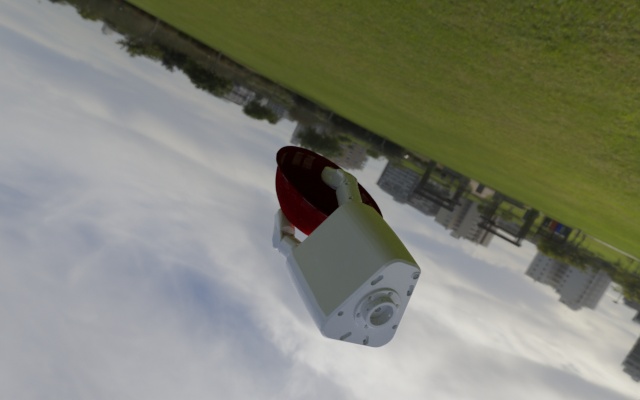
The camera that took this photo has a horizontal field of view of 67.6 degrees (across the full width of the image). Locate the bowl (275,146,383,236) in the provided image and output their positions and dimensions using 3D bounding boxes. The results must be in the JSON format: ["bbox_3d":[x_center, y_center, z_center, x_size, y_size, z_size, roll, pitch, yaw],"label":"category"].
[{"bbox_3d":[0.000,0.002,0.606,0.162,0.055,0.162,31,25,-16],"label":"bowl"}]
